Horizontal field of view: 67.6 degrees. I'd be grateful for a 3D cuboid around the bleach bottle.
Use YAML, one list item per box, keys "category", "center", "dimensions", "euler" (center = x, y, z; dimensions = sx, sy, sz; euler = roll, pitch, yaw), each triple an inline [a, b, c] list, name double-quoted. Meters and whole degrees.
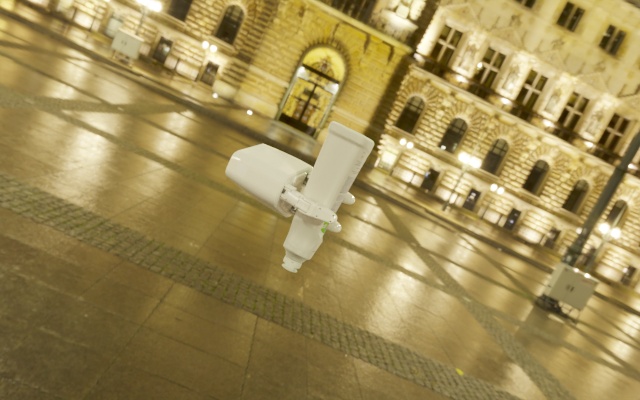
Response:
- category: "bleach bottle"
  center: [0.000, 0.003, 0.774]
  dimensions: [0.068, 0.251, 0.102]
  euler: [28, 8, 16]
